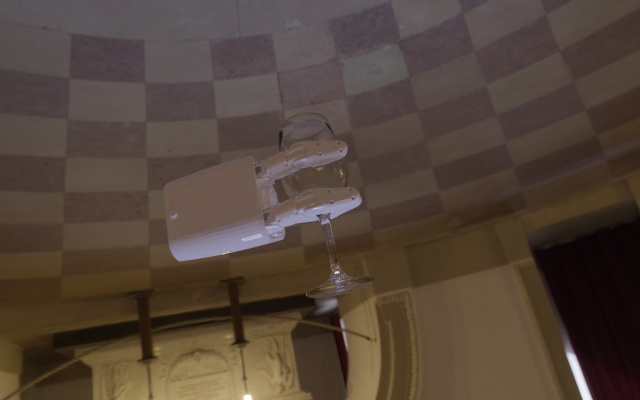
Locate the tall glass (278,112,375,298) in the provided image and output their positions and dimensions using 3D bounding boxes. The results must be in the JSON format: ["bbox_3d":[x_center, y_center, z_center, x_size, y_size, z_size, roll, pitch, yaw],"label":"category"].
[{"bbox_3d":[0.000,0.002,0.538,0.079,0.201,0.079,-11,-21,-4],"label":"tall glass"}]
